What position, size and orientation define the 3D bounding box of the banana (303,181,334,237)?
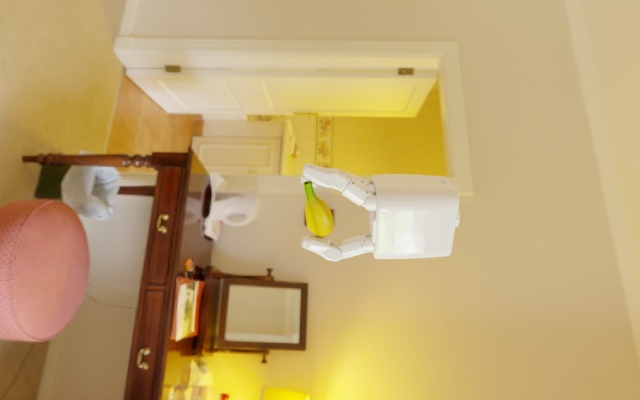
[{"bbox_3d":[0.000,0.020,0.701,0.037,0.069,0.198,-2,-8,2],"label":"banana"}]
